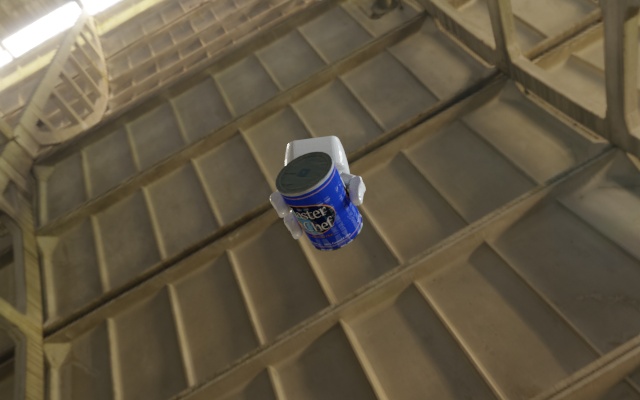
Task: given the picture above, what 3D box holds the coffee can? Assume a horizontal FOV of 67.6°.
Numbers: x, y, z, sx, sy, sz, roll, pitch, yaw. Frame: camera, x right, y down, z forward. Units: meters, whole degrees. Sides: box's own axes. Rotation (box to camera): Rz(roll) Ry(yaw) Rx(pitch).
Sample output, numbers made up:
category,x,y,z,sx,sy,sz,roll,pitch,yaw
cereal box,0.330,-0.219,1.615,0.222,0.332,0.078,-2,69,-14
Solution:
category,x,y,z,sx,sy,sz,roll,pitch,yaw
coffee can,0.000,0.003,0.813,0.103,0.140,0.102,-19,37,15
